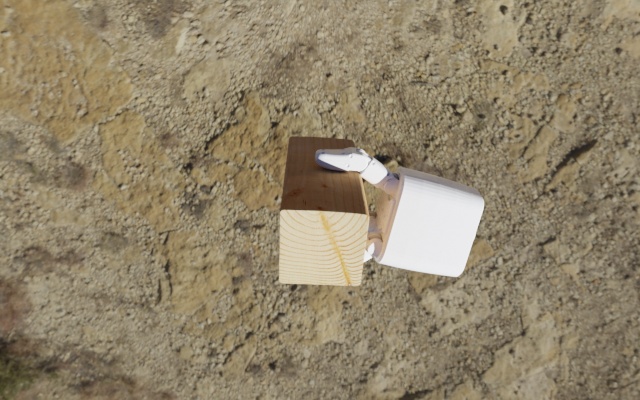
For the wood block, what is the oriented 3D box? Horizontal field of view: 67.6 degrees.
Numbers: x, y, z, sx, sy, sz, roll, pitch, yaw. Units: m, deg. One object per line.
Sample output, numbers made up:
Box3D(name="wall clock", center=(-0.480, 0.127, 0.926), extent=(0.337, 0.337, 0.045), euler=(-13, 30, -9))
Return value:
Box3D(name="wood block", center=(0.001, 0.002, 0.575), extent=(0.090, 0.091, 0.206), euler=(3, 28, -3))
